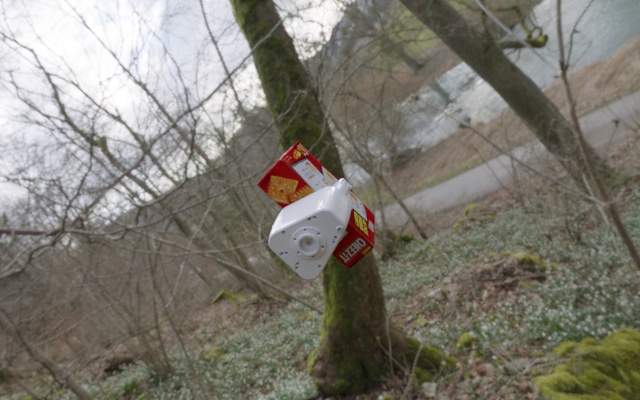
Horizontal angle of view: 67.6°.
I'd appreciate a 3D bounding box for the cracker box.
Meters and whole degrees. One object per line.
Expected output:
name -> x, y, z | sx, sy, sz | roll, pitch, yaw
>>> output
cracker box -> 0.000, 0.003, 0.861 | 0.072, 0.214, 0.164 | -44, 8, 17
